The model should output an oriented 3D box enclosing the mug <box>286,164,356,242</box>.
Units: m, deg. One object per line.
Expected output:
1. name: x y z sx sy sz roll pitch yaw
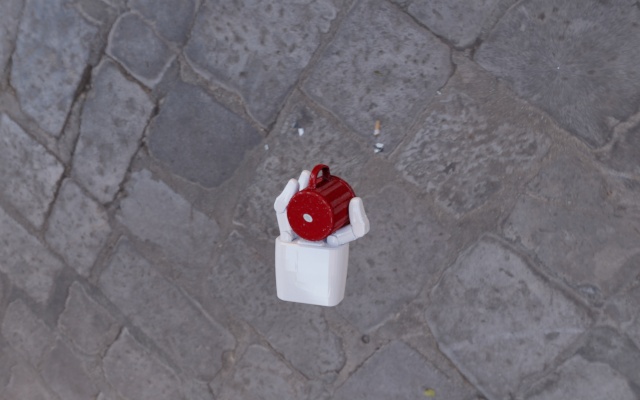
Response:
1. mug: 0.000 0.001 0.739 0.093 0.117 0.081 9 20 24
